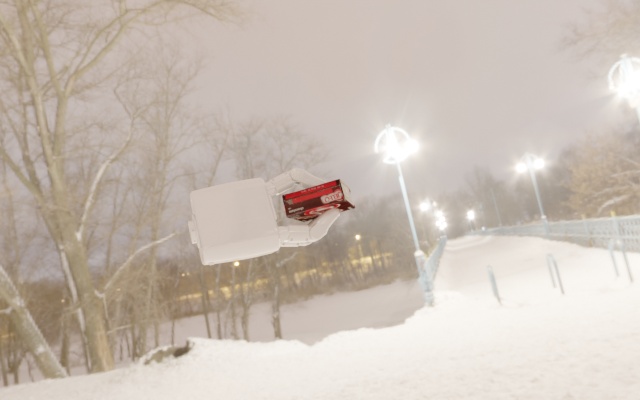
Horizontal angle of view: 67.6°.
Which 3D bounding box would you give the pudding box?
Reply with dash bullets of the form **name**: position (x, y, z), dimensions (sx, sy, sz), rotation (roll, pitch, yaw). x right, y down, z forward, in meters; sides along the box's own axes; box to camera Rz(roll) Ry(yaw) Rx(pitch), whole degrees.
- **pudding box**: position (0.000, 0.002, 0.728), dimensions (0.090, 0.039, 0.113), rotation (-15, -7, 10)
